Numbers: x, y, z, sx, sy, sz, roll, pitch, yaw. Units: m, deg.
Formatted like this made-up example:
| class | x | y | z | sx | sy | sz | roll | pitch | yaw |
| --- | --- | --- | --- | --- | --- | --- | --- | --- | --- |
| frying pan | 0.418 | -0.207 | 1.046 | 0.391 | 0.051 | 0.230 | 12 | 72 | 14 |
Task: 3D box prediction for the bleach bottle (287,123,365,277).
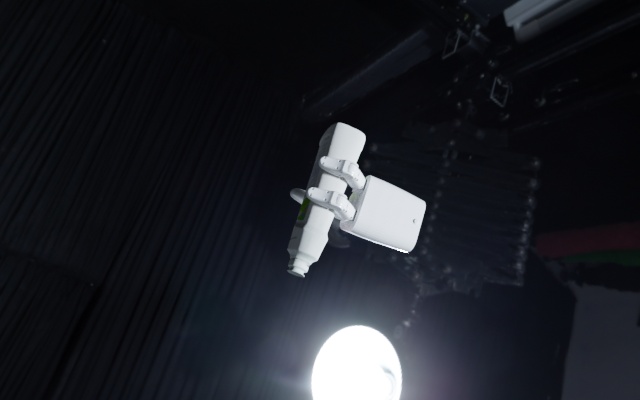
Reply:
| class | x | y | z | sx | sy | sz | roll | pitch | yaw |
| --- | --- | --- | --- | --- | --- | --- | --- | --- | --- |
| bleach bottle | 0.000 | 0.002 | 0.774 | 0.068 | 0.250 | 0.102 | 23 | -20 | -8 |
